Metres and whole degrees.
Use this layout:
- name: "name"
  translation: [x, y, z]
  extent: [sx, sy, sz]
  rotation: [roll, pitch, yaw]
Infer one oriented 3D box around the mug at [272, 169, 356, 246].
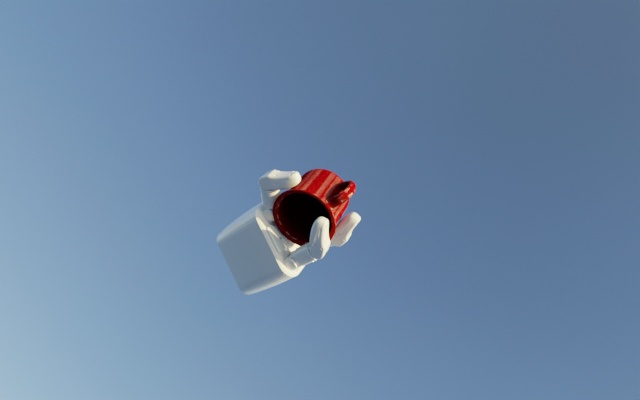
- name: "mug"
  translation: [0.001, 0.001, 0.668]
  extent: [0.117, 0.093, 0.081]
  rotation: [-28, 15, 35]
